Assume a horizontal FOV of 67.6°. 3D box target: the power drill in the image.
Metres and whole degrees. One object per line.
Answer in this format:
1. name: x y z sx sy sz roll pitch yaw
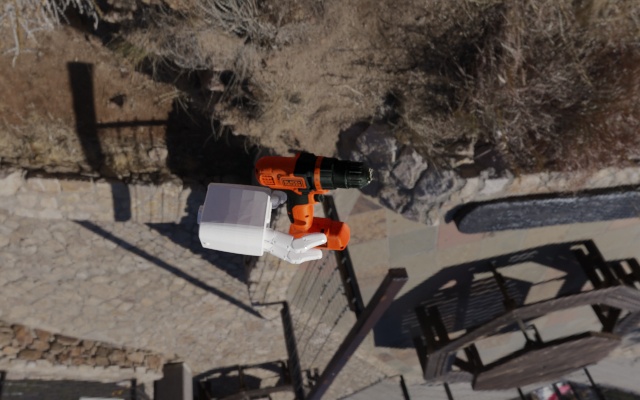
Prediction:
1. power drill: 0.000 0.003 0.778 0.184 0.057 0.188 5 -42 18
